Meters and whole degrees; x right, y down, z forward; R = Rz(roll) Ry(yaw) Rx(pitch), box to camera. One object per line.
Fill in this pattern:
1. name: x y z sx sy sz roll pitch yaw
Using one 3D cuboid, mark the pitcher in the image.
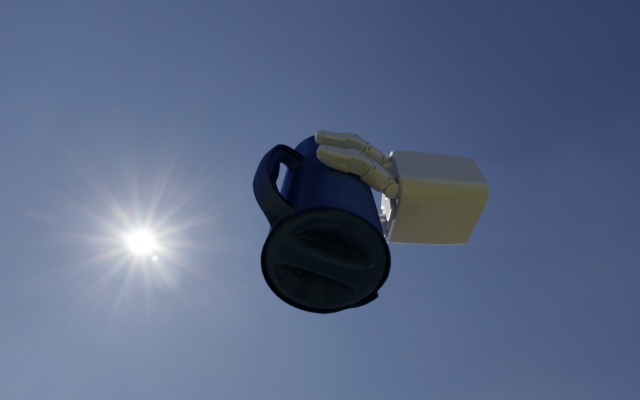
1. pitcher: 0.000 0.002 0.579 0.145 0.149 0.242 3 29 -2
